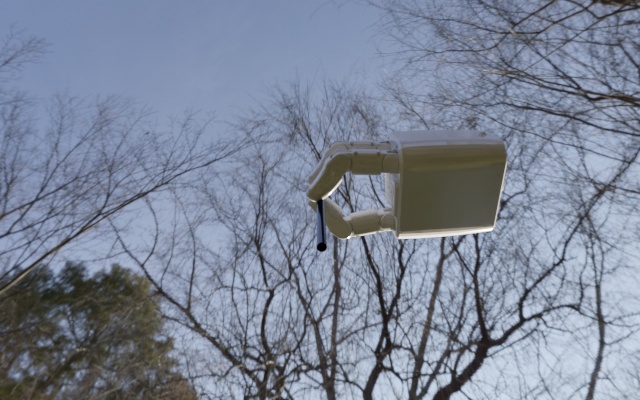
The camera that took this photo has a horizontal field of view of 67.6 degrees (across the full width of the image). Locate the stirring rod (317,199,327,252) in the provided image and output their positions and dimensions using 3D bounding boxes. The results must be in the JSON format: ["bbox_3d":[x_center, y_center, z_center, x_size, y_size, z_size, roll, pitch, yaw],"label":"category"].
[{"bbox_3d":[0.000,0.002,0.485,0.011,0.011,0.239,0,17,0],"label":"stirring rod"}]
